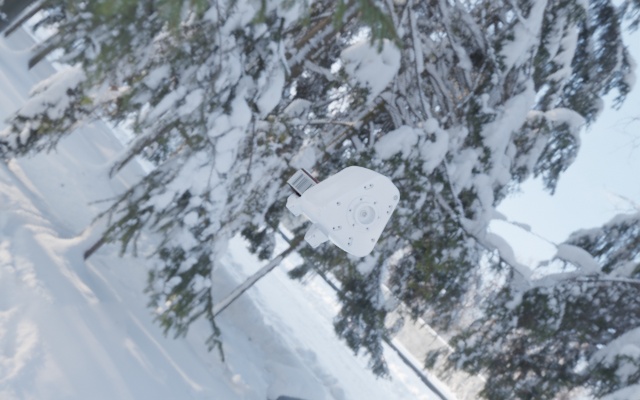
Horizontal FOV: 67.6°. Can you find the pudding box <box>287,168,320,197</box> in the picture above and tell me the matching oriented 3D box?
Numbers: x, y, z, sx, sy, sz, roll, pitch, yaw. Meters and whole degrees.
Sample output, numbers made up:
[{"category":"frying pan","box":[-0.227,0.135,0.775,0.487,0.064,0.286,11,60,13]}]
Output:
[{"category":"pudding box","box":[0.000,0.002,0.797,0.113,0.039,0.090,45,-5,10]}]
